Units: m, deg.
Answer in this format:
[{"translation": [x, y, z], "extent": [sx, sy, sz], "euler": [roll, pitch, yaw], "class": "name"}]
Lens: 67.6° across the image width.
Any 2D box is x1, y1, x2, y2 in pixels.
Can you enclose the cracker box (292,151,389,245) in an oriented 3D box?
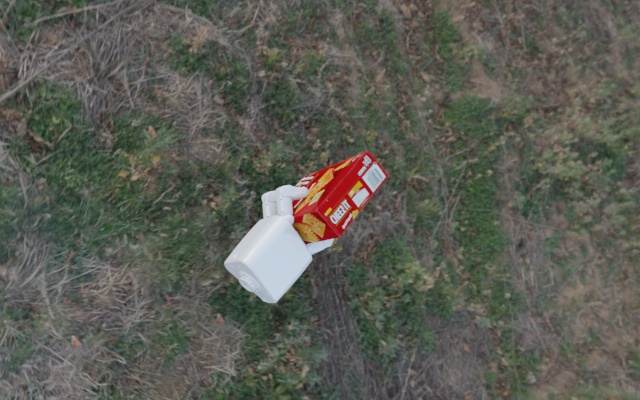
[{"translation": [0.000, 0.003, 0.885], "extent": [0.164, 0.072, 0.214], "euler": [-49, 18, -30], "class": "cracker box"}]
